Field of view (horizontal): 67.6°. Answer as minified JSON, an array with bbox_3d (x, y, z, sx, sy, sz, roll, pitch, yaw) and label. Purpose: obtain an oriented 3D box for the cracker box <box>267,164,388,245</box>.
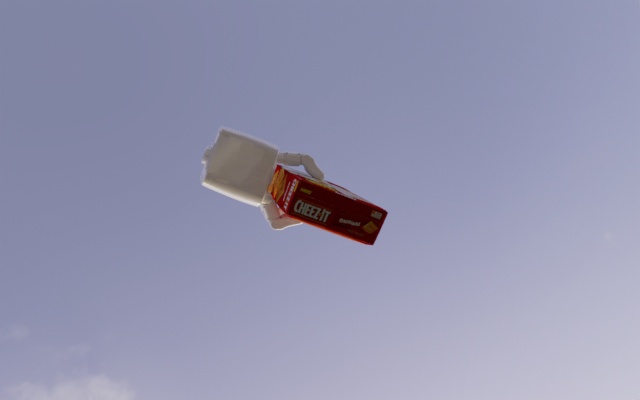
[{"bbox_3d":[0.000,0.003,0.862,0.164,0.072,0.213,20,6,-18],"label":"cracker box"}]
